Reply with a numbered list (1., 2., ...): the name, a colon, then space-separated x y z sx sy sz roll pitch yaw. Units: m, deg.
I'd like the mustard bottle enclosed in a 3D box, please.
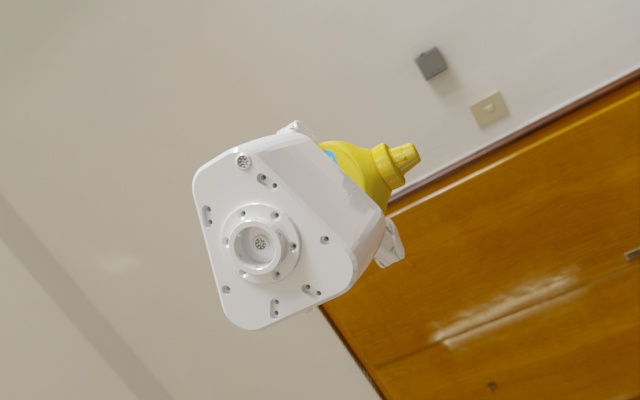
1. mustard bottle: 0.000 0.002 0.430 0.191 0.096 0.058 -28 -21 18
